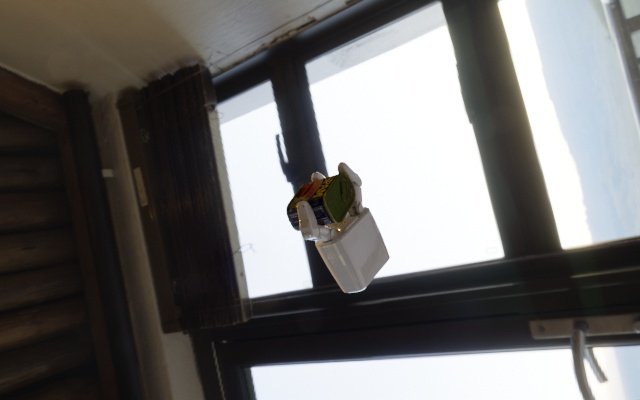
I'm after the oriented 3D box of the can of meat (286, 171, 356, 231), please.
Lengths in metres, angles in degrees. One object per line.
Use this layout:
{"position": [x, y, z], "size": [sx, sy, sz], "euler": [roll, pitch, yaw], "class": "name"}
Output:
{"position": [0.000, 0.003, 0.796], "size": [0.084, 0.057, 0.102], "euler": [-15, 25, 32], "class": "can of meat"}
